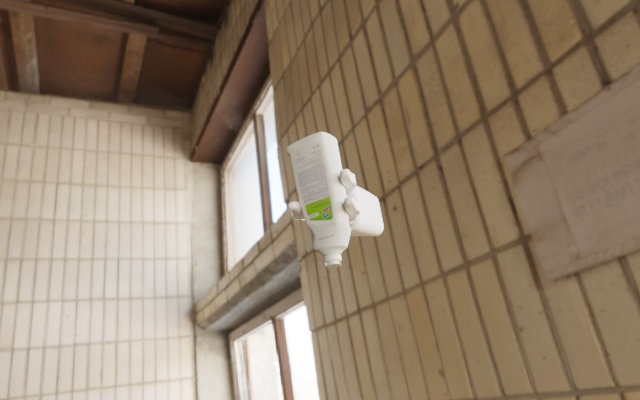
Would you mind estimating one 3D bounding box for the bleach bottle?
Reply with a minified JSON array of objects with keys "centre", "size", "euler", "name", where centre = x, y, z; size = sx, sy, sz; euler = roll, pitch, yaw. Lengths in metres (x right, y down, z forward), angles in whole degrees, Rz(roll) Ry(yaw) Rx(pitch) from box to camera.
[{"centre":[0.000,0.003,0.895],"size":[0.102,0.250,0.068],"euler":[-21,-24,31],"name":"bleach bottle"}]
